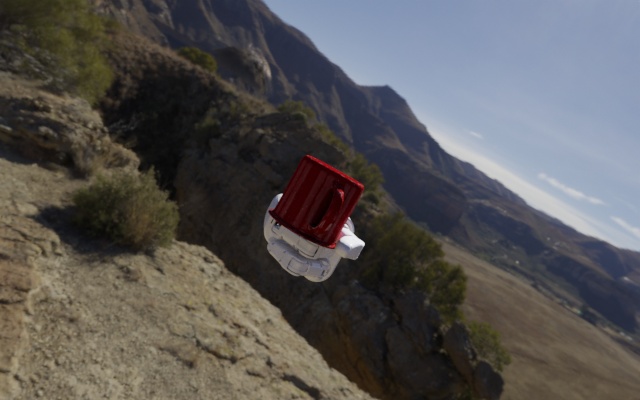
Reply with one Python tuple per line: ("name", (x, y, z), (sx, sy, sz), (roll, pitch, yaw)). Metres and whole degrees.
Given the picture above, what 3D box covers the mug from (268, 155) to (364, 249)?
("mug", (0.000, 0.002, 0.551), (0.093, 0.081, 0.117), (27, 6, -14))
